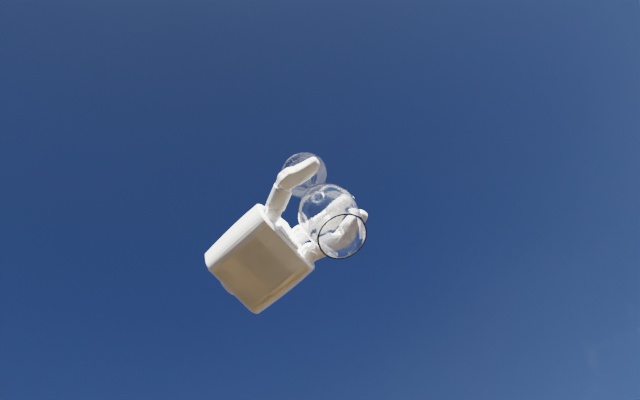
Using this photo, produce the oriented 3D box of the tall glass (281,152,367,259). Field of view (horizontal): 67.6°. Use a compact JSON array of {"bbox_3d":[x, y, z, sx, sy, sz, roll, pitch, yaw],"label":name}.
[{"bbox_3d":[0.000,0.002,0.649,0.079,0.079,0.201,0,24,-17],"label":"tall glass"}]
